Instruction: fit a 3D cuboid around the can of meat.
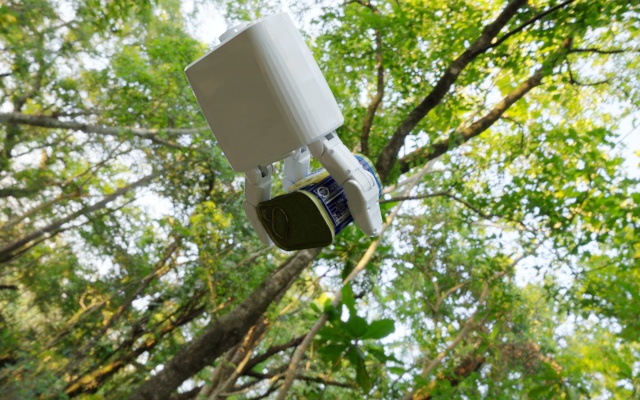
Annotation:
[{"bbox_3d":[0.000,0.001,0.468,0.084,0.057,0.102,-37,13,-35],"label":"can of meat"}]
